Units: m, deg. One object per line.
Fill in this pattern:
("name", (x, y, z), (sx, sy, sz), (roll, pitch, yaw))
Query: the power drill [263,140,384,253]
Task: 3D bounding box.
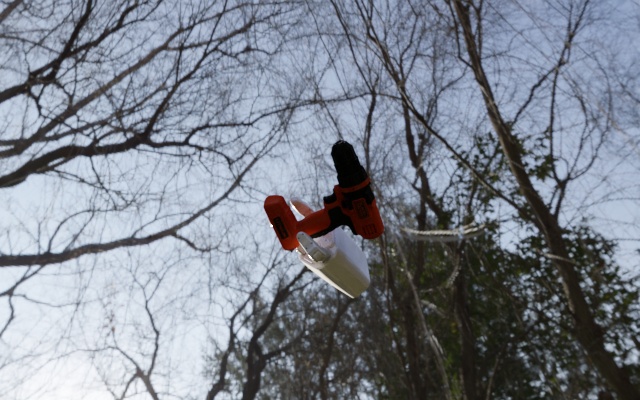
("power drill", (0.000, 0.003, 0.830), (0.187, 0.184, 0.057), (-17, 19, 16))
